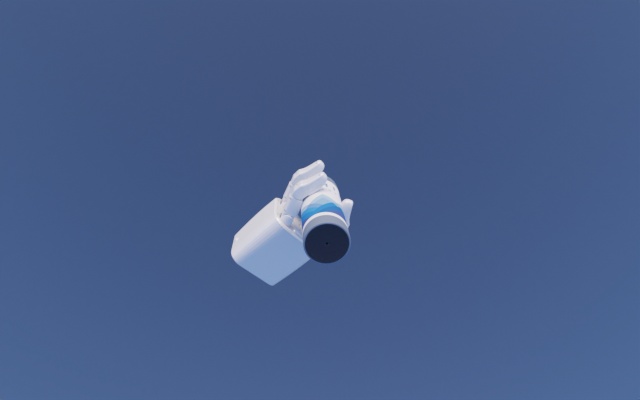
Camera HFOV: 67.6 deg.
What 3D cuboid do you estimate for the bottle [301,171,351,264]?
[{"bbox_3d":[0.000,0.003,0.793,0.069,0.069,0.295,0,23,-4],"label":"bottle"}]
